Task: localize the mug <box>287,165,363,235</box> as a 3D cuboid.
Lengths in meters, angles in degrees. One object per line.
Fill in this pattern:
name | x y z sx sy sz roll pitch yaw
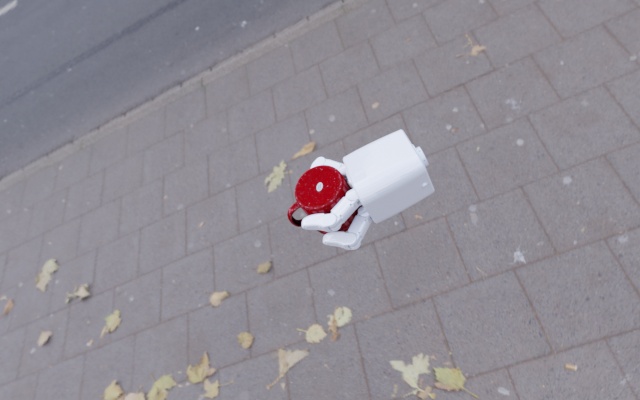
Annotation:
mug | -0.001 0.003 0.759 0.117 0.093 0.081 -28 -36 8
